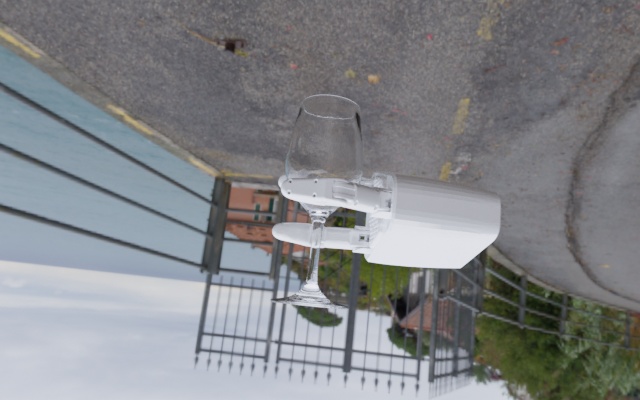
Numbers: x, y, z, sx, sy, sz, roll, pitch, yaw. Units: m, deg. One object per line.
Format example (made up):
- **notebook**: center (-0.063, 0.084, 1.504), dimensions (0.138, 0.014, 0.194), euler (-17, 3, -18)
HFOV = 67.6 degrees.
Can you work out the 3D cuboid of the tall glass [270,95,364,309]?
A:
- **tall glass**: center (0.000, 0.002, 0.469), dimensions (0.079, 0.201, 0.079), euler (6, -11, 1)
